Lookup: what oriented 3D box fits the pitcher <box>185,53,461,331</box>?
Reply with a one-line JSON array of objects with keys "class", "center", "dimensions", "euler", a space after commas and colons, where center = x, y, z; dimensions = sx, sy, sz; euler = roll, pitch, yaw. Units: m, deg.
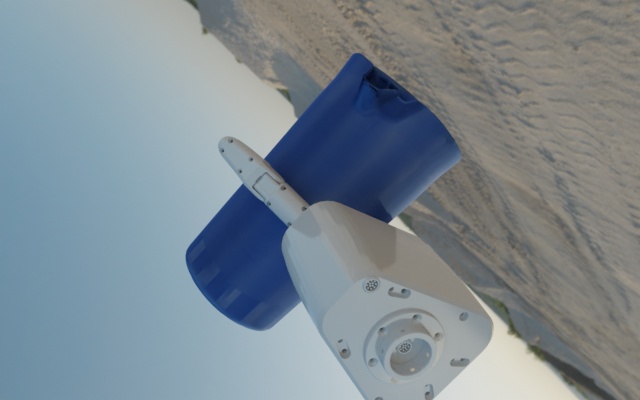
[{"class": "pitcher", "center": [0.000, 0.001, 0.443], "dimensions": [0.149, 0.243, 0.145], "euler": [43, 5, -25]}]
